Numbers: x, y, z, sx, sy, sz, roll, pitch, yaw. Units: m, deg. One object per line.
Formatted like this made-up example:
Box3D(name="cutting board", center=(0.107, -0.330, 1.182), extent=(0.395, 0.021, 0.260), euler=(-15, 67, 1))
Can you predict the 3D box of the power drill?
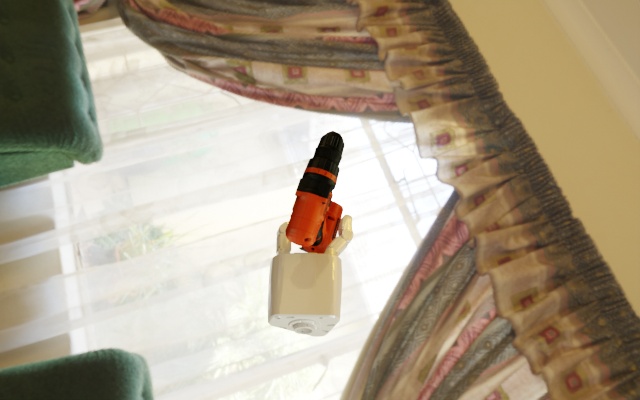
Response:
Box3D(name="power drill", center=(0.000, 0.003, 0.772), extent=(0.057, 0.184, 0.188), euler=(16, -18, 13))
